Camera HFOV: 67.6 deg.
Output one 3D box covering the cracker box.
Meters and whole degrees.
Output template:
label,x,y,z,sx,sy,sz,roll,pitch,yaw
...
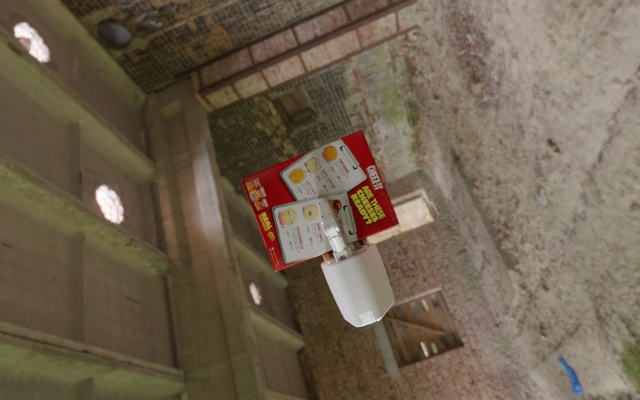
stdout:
label,x,y,z,sx,sy,sz,roll,pitch,yaw
cracker box,0.000,0.003,0.788,0.214,0.164,0.072,-22,-3,6
